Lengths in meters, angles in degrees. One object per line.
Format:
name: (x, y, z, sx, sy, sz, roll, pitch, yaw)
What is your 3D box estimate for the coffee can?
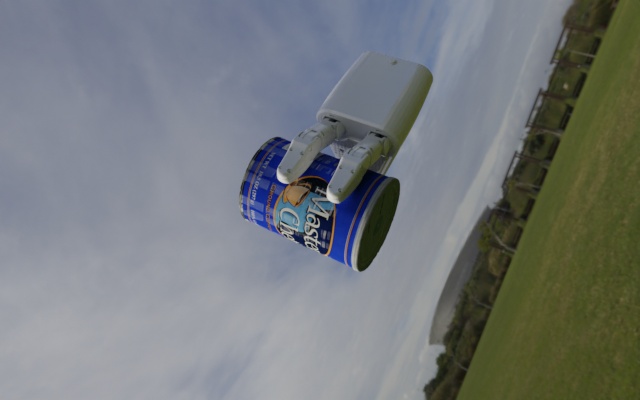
coffee can: (0.000, 0.002, 0.511, 0.140, 0.103, 0.103, 22, 8, 21)
